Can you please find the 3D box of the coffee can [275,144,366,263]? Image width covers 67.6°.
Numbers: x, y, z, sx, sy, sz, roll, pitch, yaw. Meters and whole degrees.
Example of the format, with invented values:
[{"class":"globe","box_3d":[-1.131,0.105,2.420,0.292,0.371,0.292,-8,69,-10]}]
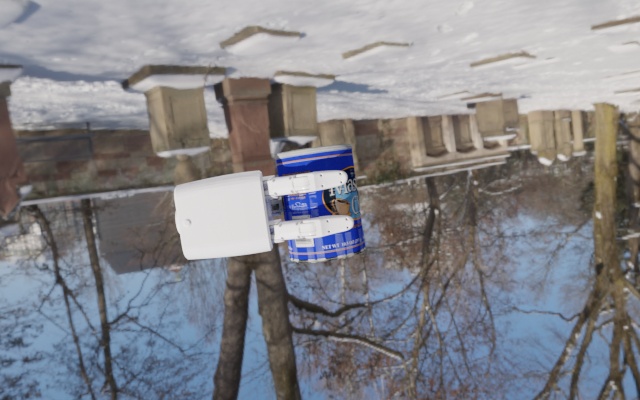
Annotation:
[{"class":"coffee can","box_3d":[0.000,0.002,0.629,0.103,0.140,0.103,-8,4,0]}]
